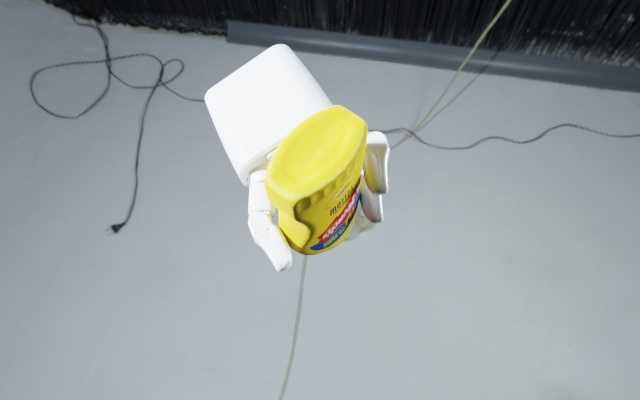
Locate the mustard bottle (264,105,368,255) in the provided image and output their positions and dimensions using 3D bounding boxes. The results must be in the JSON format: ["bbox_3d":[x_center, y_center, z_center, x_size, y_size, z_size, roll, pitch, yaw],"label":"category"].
[{"bbox_3d":[0.000,0.002,0.451,0.058,0.096,0.192,34,-20,17],"label":"mustard bottle"}]
